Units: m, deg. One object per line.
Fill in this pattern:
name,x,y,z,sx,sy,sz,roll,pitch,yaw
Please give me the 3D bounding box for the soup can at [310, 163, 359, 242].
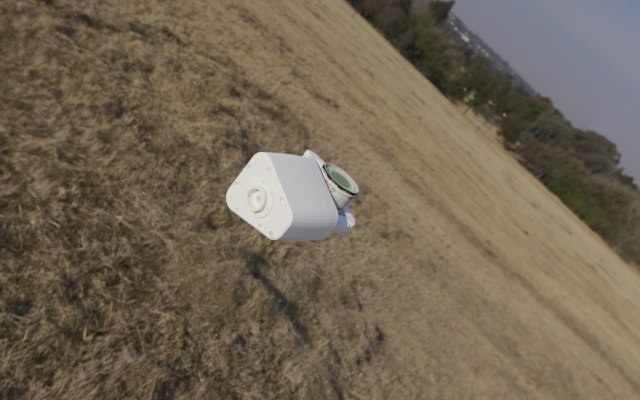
soup can,0.001,0.002,0.711,0.068,0.102,0.068,34,22,-16
